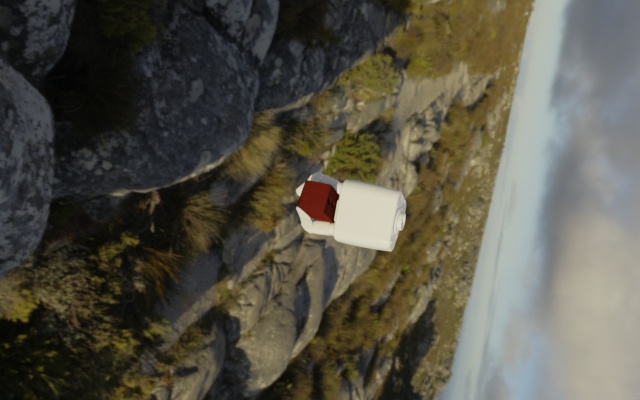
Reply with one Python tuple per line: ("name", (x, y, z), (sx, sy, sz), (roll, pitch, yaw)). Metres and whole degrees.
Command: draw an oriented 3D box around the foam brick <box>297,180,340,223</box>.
("foam brick", (0.000, 0.003, 0.862), (0.051, 0.053, 0.078), (12, -13, 22))
